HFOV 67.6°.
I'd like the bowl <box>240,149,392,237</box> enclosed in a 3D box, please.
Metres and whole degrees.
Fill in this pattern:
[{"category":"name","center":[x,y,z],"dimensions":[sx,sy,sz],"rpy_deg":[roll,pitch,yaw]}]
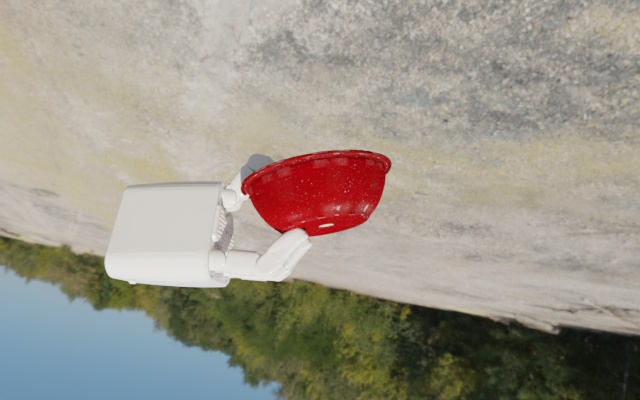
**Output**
[{"category":"bowl","center":[0.001,0.002,0.500],"dimensions":[0.162,0.055,0.162],"rpy_deg":[-10,-14,-3]}]
